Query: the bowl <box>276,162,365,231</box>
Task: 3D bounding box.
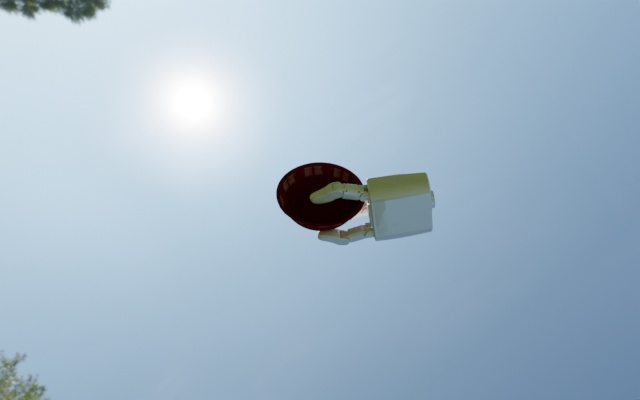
[{"bbox_3d":[-0.001,0.003,0.876,0.162,0.162,0.055,0,-43,-2],"label":"bowl"}]
